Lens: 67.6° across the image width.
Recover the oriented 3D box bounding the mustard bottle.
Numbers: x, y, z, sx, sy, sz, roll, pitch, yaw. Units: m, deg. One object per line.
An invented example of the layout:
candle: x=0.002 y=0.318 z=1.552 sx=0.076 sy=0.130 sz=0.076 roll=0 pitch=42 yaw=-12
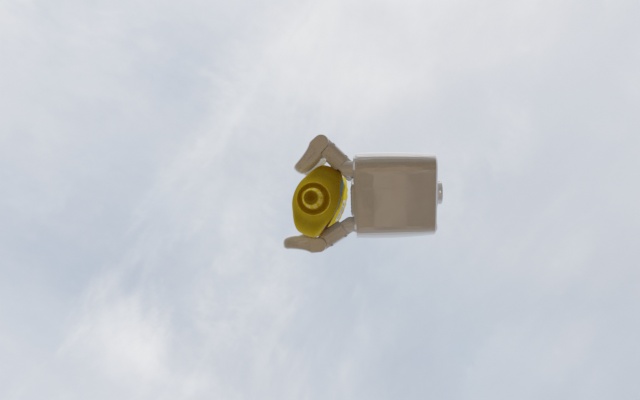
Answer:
mustard bottle: x=0.000 y=0.002 z=0.644 sx=0.058 sy=0.096 sz=0.191 roll=24 pitch=0 yaw=7
